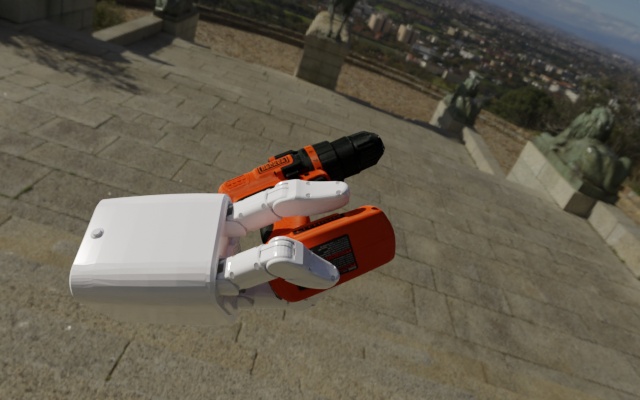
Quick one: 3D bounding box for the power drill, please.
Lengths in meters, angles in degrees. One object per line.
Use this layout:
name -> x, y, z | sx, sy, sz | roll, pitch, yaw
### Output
power drill -> 0.000, 0.002, 0.448 | 0.184, 0.057, 0.187 | -24, 28, -5
